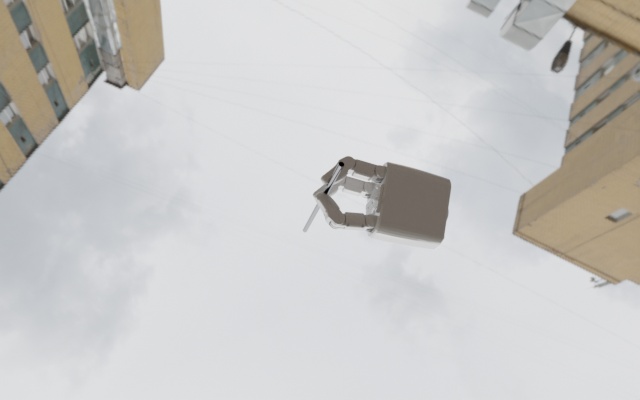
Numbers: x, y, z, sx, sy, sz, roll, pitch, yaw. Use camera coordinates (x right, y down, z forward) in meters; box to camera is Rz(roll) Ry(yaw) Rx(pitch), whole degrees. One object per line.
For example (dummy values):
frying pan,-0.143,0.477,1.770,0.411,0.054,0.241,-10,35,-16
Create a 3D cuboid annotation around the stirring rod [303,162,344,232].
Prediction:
stirring rod,0.000,0.002,0.738,0.011,0.011,0.240,0,-25,-15
